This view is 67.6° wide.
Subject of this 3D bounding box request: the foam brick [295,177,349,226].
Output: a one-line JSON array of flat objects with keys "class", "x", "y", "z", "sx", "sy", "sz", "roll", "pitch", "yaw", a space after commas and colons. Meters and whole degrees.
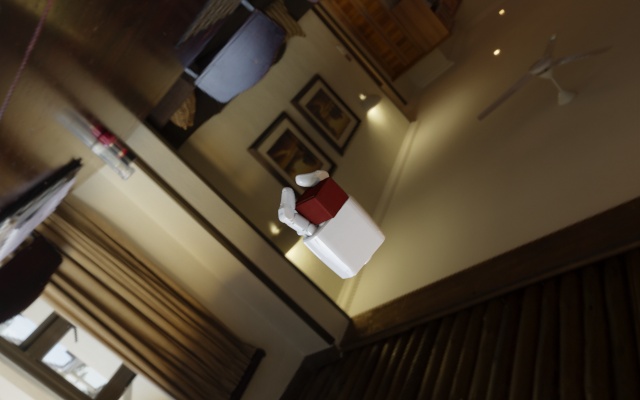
[{"class": "foam brick", "x": 0.000, "y": 0.003, "z": 0.816, "sx": 0.053, "sy": 0.051, "sz": 0.078, "roll": -51, "pitch": 14, "yaw": -31}]
